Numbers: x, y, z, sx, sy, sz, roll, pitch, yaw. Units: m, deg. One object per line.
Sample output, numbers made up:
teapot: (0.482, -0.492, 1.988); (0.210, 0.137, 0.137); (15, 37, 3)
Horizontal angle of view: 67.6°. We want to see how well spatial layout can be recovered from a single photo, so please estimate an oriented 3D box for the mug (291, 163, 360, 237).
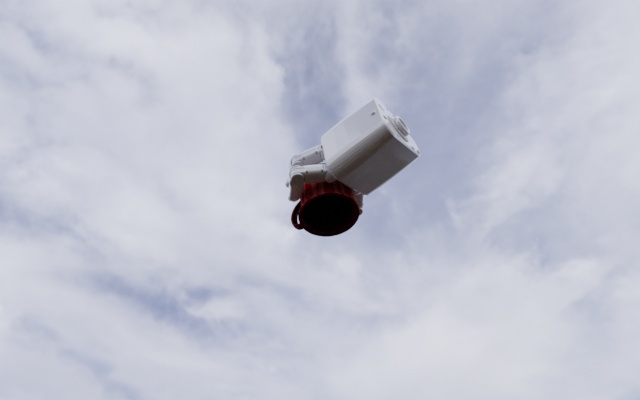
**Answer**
mug: (-0.001, 0.003, 0.751); (0.117, 0.081, 0.093); (-36, -53, 24)
